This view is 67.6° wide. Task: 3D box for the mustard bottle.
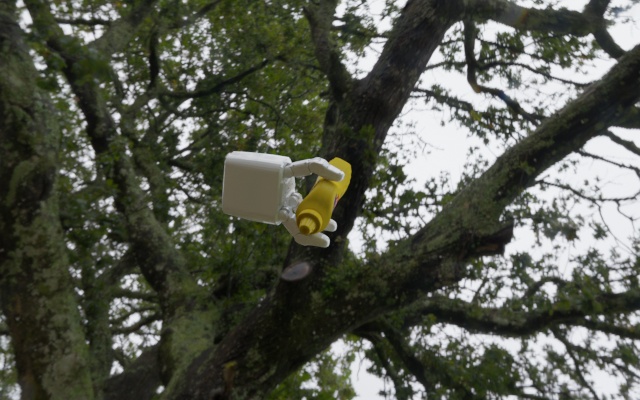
[{"bbox_3d":[0.001,0.003,0.821,0.058,0.096,0.191,30,32,1],"label":"mustard bottle"}]
